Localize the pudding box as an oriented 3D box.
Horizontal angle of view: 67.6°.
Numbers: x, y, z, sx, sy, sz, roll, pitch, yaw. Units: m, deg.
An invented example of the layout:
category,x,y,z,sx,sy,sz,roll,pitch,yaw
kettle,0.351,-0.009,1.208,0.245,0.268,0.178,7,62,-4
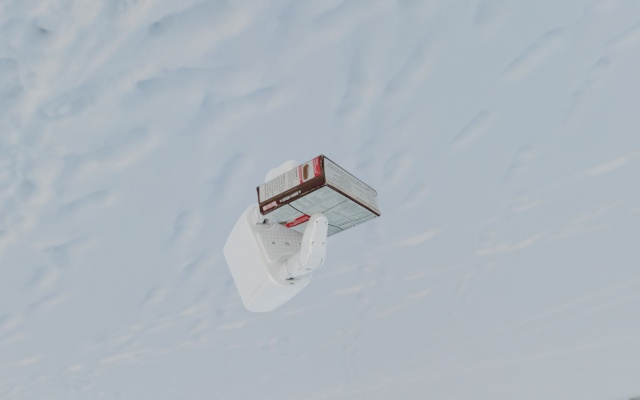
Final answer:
category,x,y,z,sx,sy,sz,roll,pitch,yaw
pudding box,0.000,0.002,0.525,0.090,0.039,0.113,-25,-30,27
